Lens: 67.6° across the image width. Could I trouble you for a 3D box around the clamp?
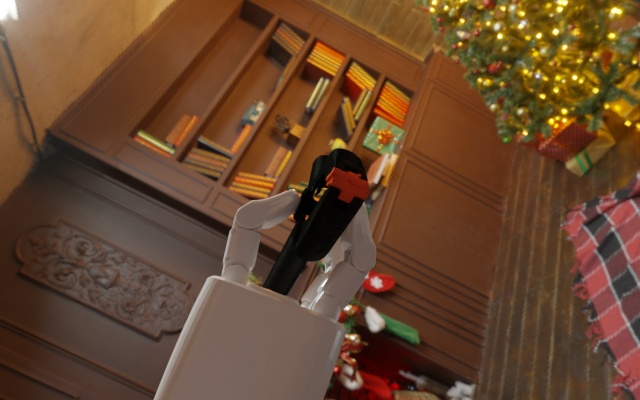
[{"bbox_3d":[-0.001,0.001,0.417,0.036,0.164,0.210,22,-23,-7],"label":"clamp"}]
